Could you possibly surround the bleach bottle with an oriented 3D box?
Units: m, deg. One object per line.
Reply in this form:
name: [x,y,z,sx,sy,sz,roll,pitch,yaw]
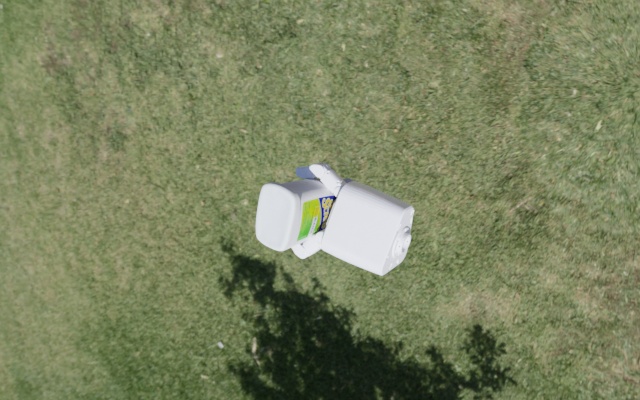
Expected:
bleach bottle: [0.000,0.003,0.787,0.068,0.103,0.251,23,23,28]
